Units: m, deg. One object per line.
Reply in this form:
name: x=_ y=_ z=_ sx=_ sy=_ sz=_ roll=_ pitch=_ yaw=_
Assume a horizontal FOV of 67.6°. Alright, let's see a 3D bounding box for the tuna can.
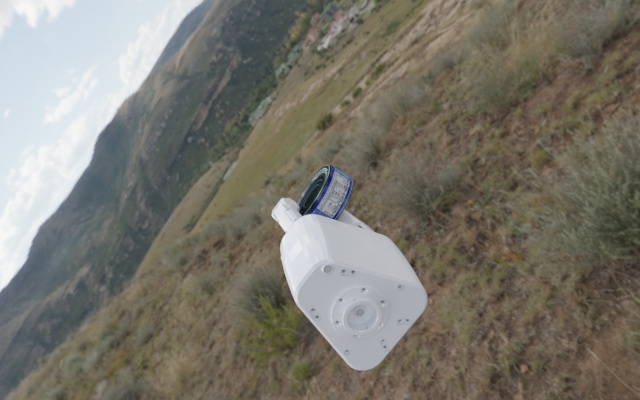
tuna can: x=0.000 y=0.001 z=0.552 sx=0.034 sy=0.086 sz=0.086 roll=32 pitch=-9 yaw=-14
